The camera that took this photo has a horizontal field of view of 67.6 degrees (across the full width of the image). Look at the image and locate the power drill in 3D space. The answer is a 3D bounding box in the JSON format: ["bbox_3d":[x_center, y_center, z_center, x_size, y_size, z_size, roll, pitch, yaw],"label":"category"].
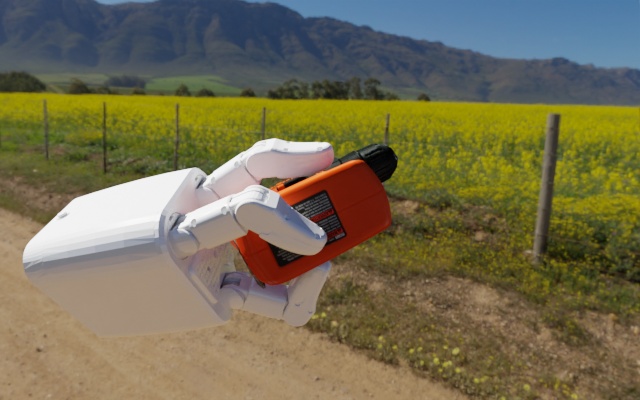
[{"bbox_3d":[0.000,0.001,0.404,0.184,0.057,0.187,-28,6,-3],"label":"power drill"}]
